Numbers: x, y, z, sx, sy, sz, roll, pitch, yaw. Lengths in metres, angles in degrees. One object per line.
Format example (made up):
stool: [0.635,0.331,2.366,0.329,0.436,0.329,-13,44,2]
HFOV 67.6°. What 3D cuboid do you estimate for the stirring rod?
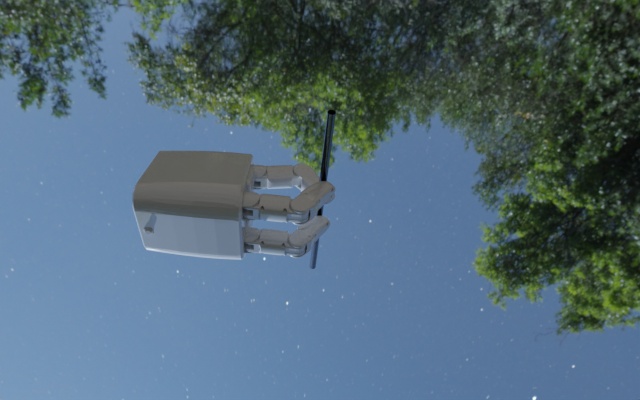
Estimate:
stirring rod: [0.000,0.002,0.526,0.011,0.011,0.240,0,-43,-7]
